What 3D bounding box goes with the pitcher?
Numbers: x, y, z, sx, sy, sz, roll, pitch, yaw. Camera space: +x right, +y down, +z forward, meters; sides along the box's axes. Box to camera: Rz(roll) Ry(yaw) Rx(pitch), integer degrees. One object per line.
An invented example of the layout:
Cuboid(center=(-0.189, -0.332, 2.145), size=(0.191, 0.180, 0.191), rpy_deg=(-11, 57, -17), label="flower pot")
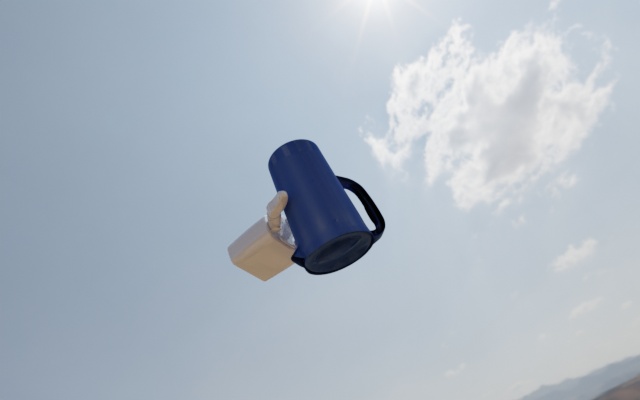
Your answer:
Cuboid(center=(0.000, 0.003, 0.885), size=(0.145, 0.242, 0.149), rpy_deg=(-39, -33, 21), label="pitcher")
